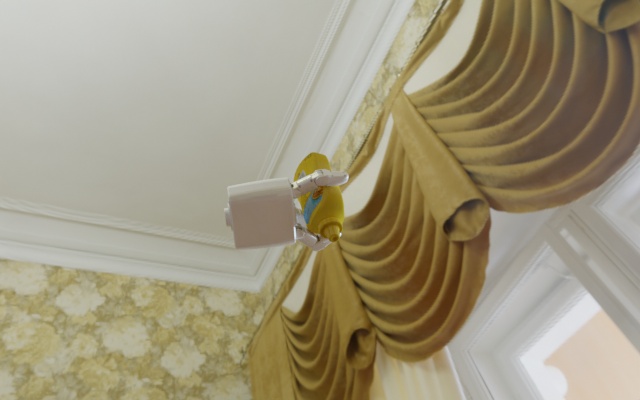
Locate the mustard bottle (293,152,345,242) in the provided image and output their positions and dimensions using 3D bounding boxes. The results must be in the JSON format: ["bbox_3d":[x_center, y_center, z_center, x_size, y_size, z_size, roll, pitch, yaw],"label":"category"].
[{"bbox_3d":[0.000,0.003,0.855,0.058,0.096,0.191,13,34,-26],"label":"mustard bottle"}]
